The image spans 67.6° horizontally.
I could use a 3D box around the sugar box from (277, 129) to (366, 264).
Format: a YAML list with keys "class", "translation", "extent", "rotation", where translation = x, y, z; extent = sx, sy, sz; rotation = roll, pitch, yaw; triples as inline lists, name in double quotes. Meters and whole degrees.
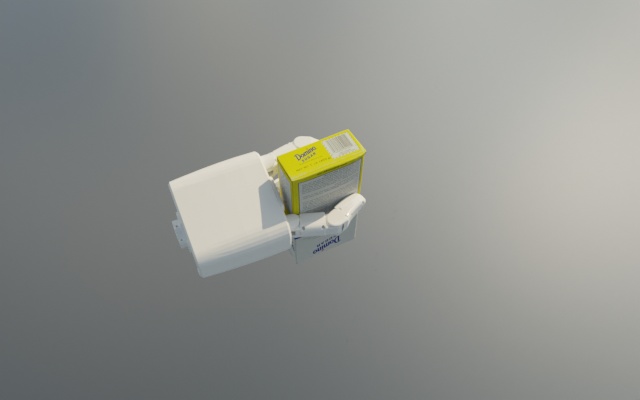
- class: "sugar box"
  translation: [0.000, 0.001, 0.582]
  extent: [0.093, 0.048, 0.176]
  rotation: [-22, -31, -17]
